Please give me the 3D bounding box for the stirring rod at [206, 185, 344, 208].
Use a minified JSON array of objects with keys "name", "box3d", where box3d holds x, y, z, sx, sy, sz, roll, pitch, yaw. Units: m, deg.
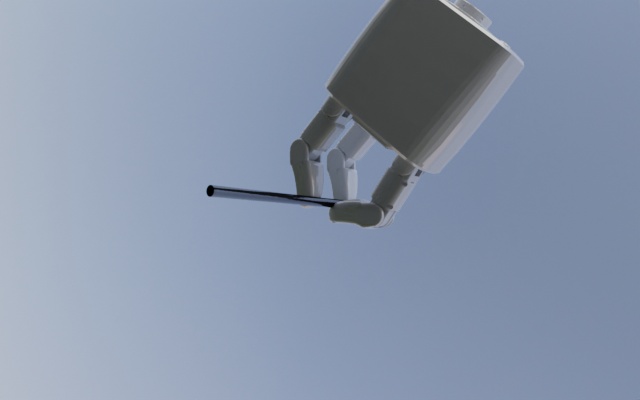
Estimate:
[{"name":"stirring rod","box3d":[0.000,0.001,0.411,0.011,0.011,0.239,0,-4,37]}]
